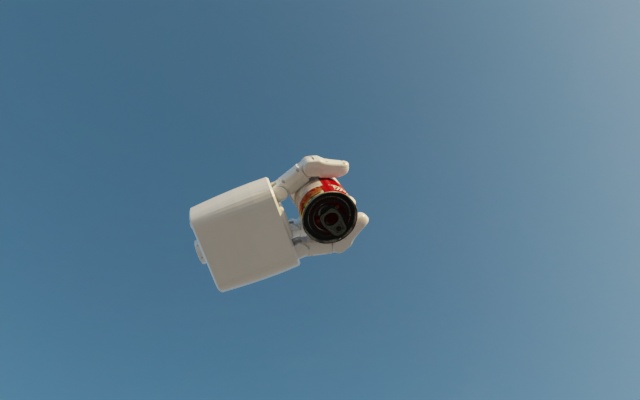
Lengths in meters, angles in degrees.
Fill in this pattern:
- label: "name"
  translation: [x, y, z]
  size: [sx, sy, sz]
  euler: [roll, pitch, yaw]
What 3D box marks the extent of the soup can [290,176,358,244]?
- label: "soup can"
  translation: [0.000, 0.002, 0.606]
  size: [0.068, 0.068, 0.102]
  euler: [0, 23, -14]
